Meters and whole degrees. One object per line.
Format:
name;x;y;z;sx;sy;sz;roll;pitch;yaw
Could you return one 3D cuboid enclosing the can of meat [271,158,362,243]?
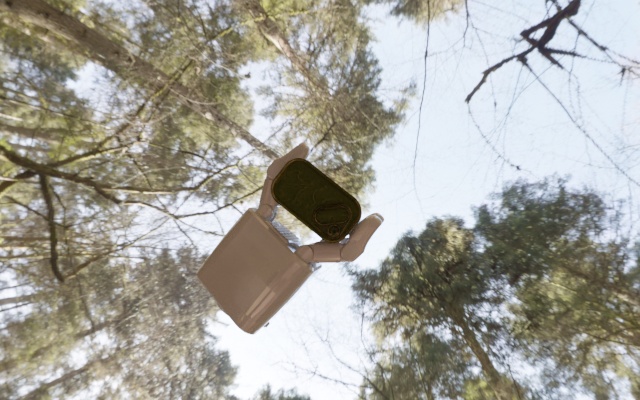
can of meat;0.000;0.002;0.558;0.102;0.057;0.084;38;2;8
